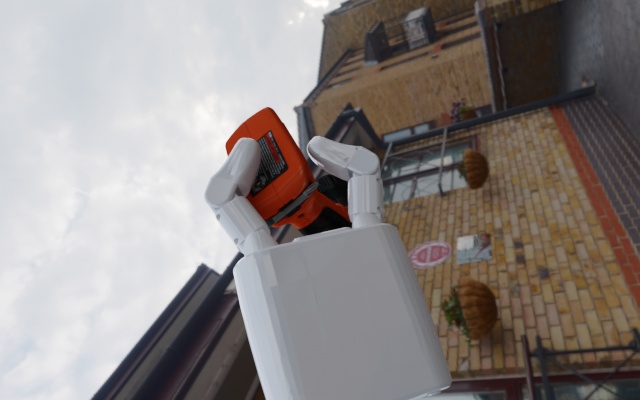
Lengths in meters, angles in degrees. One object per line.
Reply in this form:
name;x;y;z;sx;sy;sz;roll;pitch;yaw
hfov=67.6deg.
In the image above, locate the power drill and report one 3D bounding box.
power drill;0.000;0.001;0.430;0.188;0.057;0.184;40;14;-43
